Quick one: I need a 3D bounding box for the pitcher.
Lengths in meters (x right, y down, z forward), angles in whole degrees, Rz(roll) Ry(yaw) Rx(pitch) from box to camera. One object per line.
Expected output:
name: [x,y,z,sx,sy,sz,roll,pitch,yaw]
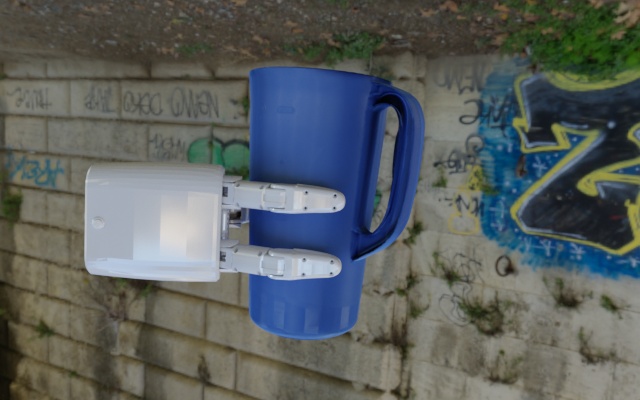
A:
pitcher: [0.000,0.001,0.451,0.145,0.243,0.149,3,7,-9]
